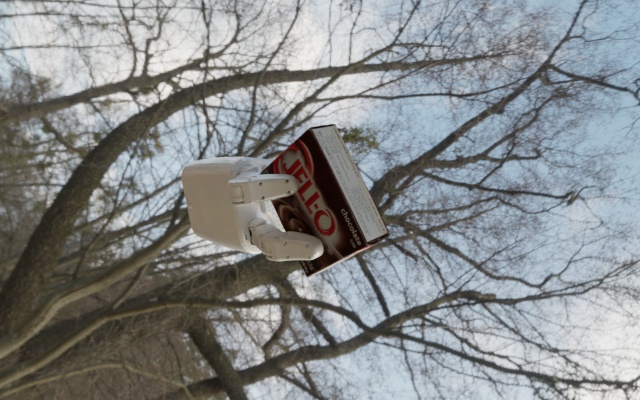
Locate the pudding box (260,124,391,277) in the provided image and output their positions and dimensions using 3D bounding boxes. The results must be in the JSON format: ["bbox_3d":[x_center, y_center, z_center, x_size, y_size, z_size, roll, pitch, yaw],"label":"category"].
[{"bbox_3d":[0.000,0.001,0.430,0.039,0.113,0.090,-21,-10,-42],"label":"pudding box"}]
